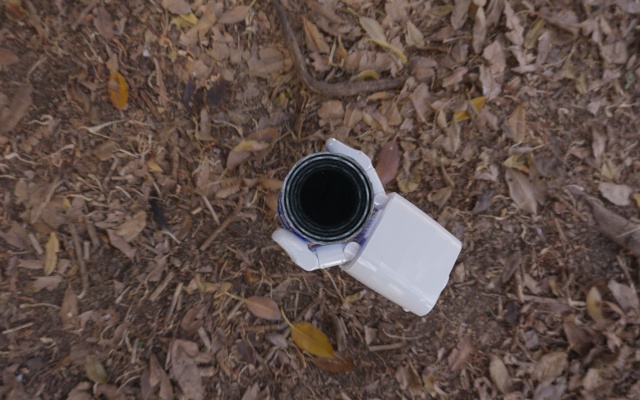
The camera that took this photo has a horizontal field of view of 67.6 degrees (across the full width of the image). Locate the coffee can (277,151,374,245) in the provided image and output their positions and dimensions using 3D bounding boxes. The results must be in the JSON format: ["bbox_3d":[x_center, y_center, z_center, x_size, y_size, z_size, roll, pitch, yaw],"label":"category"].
[{"bbox_3d":[0.000,0.002,0.583,0.103,0.103,0.140,0,-4,-7],"label":"coffee can"}]
